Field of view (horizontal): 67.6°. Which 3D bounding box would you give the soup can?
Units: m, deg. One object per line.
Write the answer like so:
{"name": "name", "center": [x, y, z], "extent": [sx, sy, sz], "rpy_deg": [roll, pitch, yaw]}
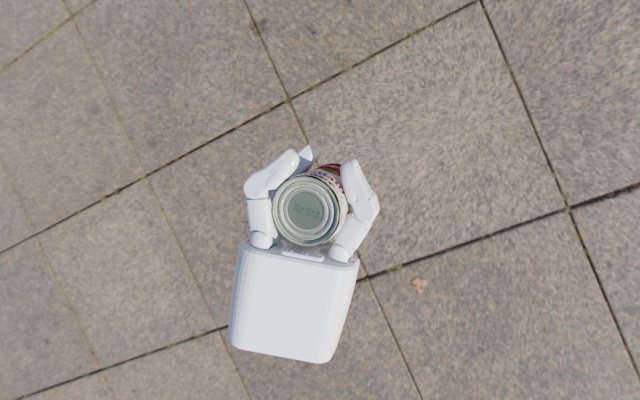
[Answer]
{"name": "soup can", "center": [0.000, 0.001, 0.476], "extent": [0.068, 0.068, 0.102], "rpy_deg": [0, 10, 17]}
